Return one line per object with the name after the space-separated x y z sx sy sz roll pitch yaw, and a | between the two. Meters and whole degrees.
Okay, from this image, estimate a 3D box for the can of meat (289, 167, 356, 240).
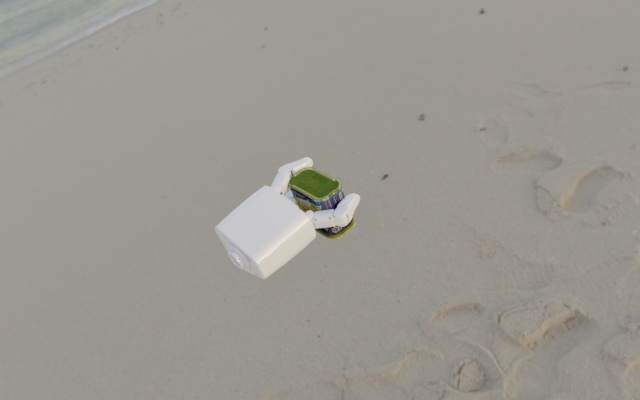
0.000 0.002 0.770 0.057 0.084 0.102 -38 41 -21 | can of meat
